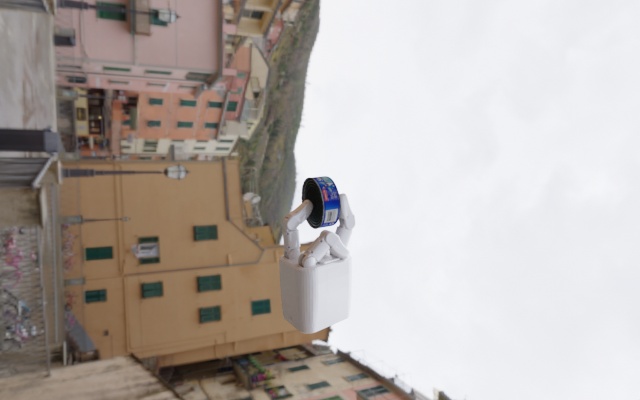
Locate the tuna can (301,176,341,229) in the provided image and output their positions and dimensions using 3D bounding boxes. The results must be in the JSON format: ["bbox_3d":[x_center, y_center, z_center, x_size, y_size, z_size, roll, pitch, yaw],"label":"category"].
[{"bbox_3d":[0.001,0.002,0.788,0.034,0.086,0.086,-8,3,-24],"label":"tuna can"}]
